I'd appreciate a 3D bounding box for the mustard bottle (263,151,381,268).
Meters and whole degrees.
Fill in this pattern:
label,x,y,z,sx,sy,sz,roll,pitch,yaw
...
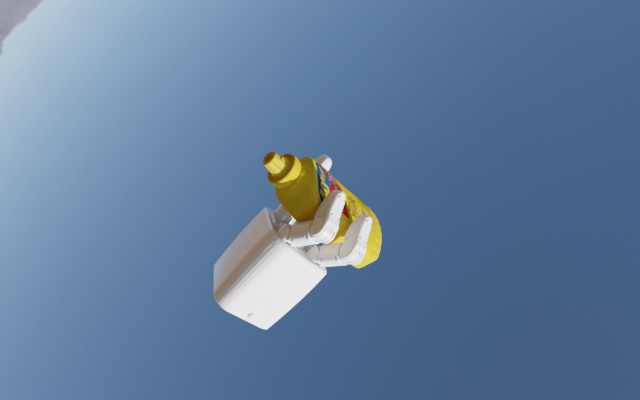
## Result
label,x,y,z,sx,sy,sz,roll,pitch,yaw
mustard bottle,0.001,0.002,0.581,0.058,0.096,0.192,-29,-48,25
